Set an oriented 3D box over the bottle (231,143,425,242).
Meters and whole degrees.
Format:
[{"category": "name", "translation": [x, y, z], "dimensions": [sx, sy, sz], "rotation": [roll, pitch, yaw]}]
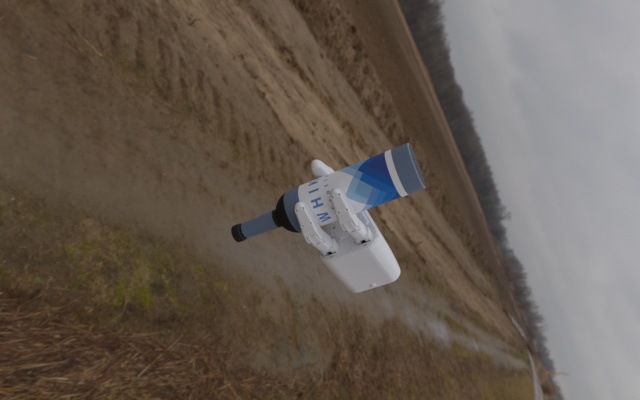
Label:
[{"category": "bottle", "translation": [0.000, 0.002, 0.694], "dimensions": [0.296, 0.069, 0.069], "rotation": [-21, -7, 18]}]
